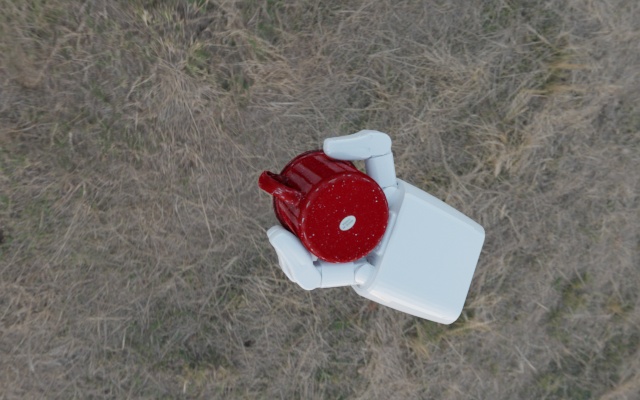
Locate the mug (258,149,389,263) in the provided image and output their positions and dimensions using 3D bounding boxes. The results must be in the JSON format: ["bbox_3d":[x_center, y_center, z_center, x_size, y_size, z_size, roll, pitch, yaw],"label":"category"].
[{"bbox_3d":[-0.001,0.001,0.427,0.117,0.093,0.081,24,7,-22],"label":"mug"}]
